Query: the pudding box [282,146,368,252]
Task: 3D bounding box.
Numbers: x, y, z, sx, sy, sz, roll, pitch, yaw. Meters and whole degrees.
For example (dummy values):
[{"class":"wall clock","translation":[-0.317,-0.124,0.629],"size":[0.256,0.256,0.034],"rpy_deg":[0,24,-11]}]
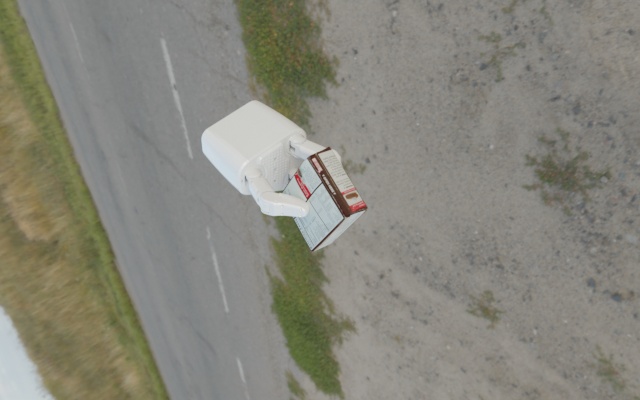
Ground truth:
[{"class":"pudding box","translation":[0.000,0.002,0.590],"size":[0.039,0.090,0.113],"rpy_deg":[-25,-14,-30]}]
